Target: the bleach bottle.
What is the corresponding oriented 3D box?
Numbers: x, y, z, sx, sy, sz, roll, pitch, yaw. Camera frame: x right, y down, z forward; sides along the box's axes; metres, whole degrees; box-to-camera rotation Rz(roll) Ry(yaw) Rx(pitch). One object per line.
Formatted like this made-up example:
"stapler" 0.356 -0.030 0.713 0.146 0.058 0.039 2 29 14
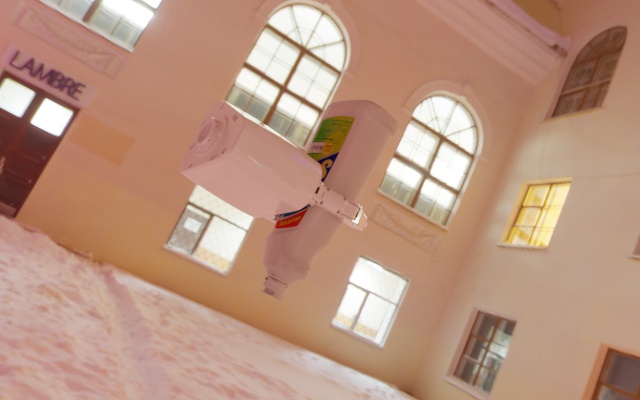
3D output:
"bleach bottle" 0.000 0.002 0.578 0.068 0.251 0.102 33 -12 -35
